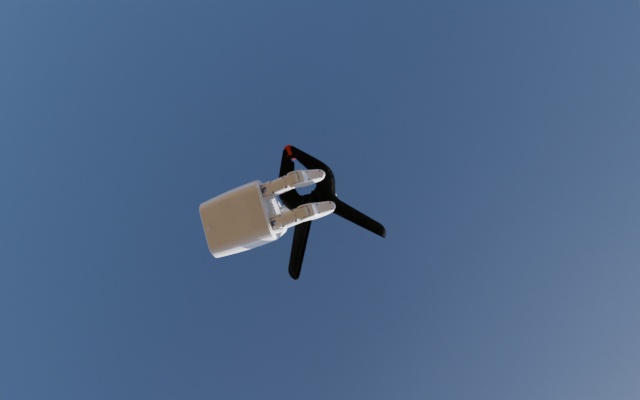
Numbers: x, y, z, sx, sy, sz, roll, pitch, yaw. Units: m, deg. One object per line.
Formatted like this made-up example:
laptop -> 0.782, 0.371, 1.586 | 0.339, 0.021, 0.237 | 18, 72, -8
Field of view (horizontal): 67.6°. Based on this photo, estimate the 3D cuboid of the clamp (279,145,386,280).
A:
clamp -> 0.000, 0.002, 0.761 | 0.164, 0.210, 0.036 | -19, -13, 6
